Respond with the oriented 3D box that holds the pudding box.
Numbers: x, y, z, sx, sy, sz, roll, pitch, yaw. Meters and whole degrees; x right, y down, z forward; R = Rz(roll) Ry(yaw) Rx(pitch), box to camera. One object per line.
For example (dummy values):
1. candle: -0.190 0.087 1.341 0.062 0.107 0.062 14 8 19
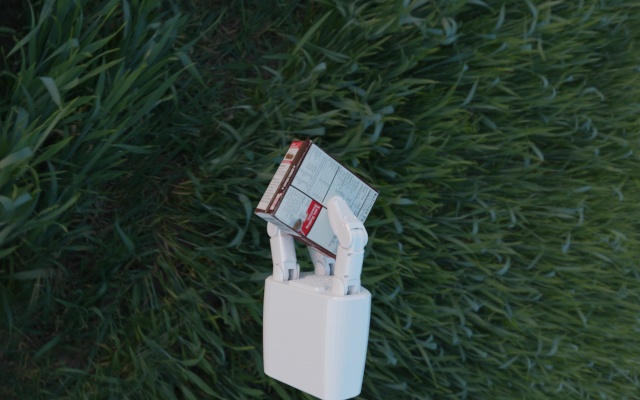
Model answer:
1. pudding box: 0.000 0.002 0.507 0.113 0.090 0.039 35 -14 -34
